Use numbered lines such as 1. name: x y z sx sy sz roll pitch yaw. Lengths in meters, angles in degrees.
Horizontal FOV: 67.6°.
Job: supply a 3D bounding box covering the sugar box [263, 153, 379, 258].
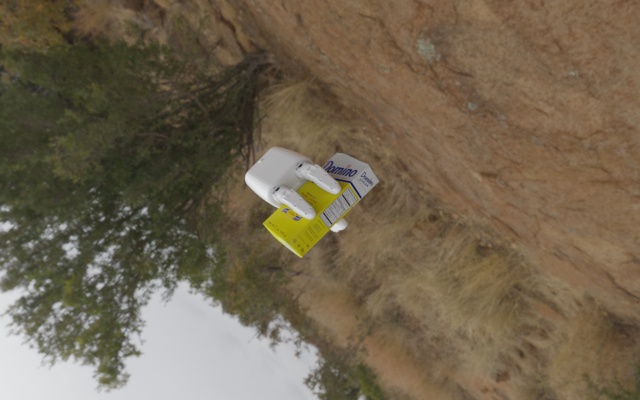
1. sugar box: 0.000 0.002 0.760 0.048 0.176 0.093 50 -12 -35
